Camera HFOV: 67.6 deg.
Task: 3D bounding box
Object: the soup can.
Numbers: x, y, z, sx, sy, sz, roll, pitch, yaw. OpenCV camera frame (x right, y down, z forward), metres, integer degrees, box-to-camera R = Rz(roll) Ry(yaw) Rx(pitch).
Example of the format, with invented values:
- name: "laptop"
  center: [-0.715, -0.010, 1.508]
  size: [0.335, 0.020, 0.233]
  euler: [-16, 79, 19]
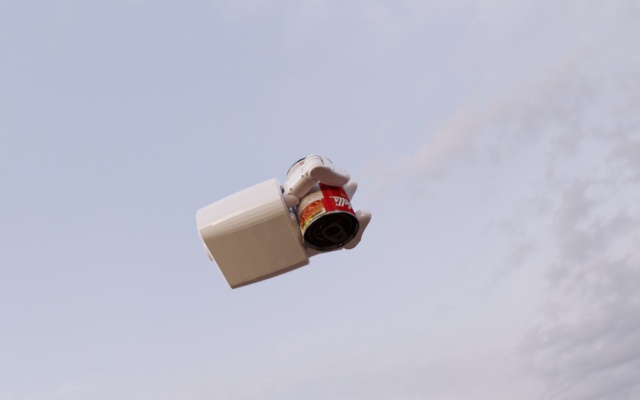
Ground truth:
- name: "soup can"
  center: [0.000, 0.001, 0.585]
  size: [0.068, 0.068, 0.102]
  euler: [0, 44, -21]
